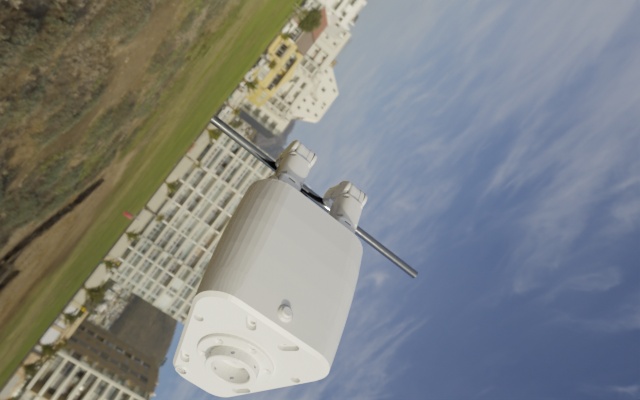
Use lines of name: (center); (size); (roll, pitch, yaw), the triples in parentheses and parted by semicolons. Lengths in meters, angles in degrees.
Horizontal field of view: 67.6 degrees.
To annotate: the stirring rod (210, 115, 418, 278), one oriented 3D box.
stirring rod: (0.000, 0.001, 0.436); (0.239, 0.011, 0.011); (38, -11, -14)
